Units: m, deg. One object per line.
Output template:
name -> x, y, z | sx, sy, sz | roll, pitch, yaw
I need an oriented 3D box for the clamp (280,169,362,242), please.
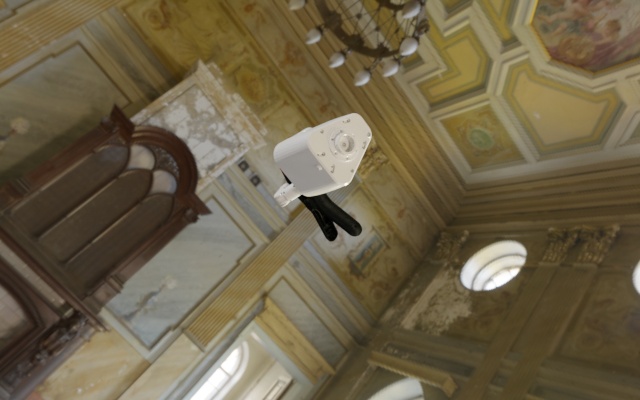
clamp -> 0.000, 0.002, 0.805 | 0.039, 0.171, 0.120 | -46, 17, -27
